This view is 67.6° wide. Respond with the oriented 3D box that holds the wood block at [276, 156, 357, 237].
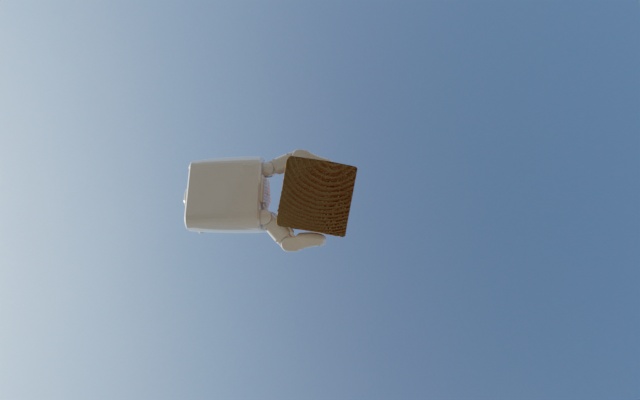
[{"bbox_3d":[0.000,0.002,0.686,0.090,0.091,0.206,9,-3,3],"label":"wood block"}]
